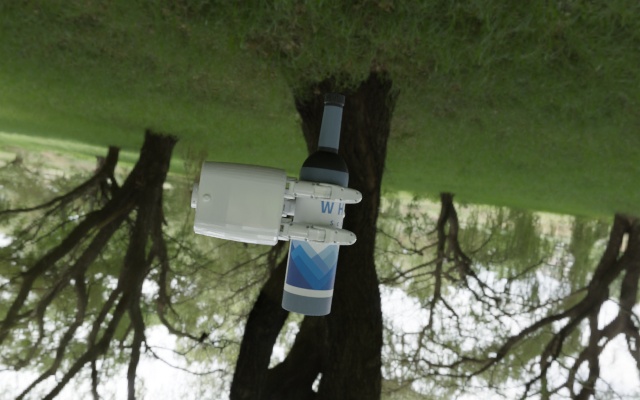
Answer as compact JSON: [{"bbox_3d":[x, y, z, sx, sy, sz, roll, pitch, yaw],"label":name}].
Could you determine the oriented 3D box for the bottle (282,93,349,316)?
[{"bbox_3d":[0.000,0.002,0.650,0.069,0.295,0.069,8,0,0],"label":"bottle"}]
